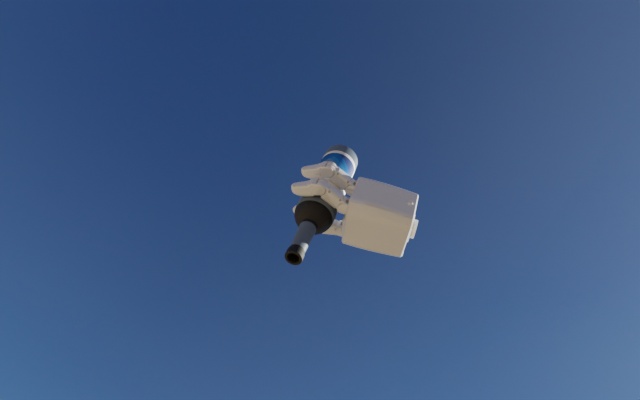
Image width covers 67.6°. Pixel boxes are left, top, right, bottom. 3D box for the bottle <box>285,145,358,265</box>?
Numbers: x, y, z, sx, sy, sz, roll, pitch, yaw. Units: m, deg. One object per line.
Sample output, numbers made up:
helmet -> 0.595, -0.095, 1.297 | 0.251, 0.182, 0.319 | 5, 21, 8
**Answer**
bottle -> 0.000, 0.002, 0.809 | 0.069, 0.069, 0.295 | 0, 34, 19
